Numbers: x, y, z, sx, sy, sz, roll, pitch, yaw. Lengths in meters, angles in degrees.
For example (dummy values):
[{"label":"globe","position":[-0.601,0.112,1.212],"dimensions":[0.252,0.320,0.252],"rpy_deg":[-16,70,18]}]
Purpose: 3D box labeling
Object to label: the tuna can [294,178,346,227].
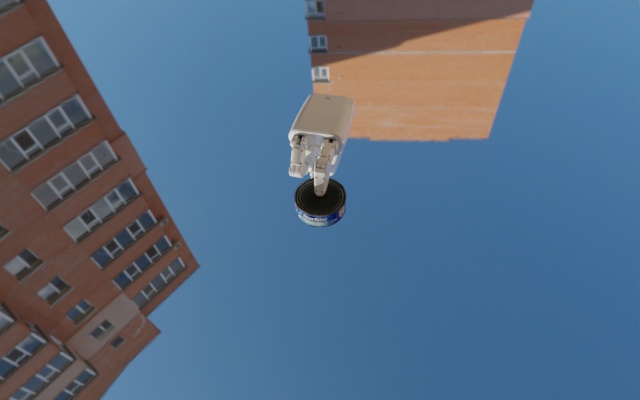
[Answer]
[{"label":"tuna can","position":[0.000,0.003,0.792],"dimensions":[0.086,0.086,0.034],"rpy_deg":[0,-41,3]}]
